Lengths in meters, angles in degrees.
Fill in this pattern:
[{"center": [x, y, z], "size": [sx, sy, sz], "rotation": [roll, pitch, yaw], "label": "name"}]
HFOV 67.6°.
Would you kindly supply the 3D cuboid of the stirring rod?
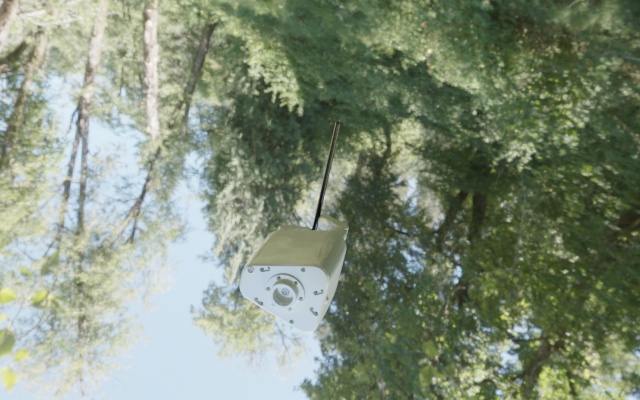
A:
[{"center": [0.000, 0.002, 0.707], "size": [0.011, 0.240, 0.011], "rotation": [11, 19, -4], "label": "stirring rod"}]
